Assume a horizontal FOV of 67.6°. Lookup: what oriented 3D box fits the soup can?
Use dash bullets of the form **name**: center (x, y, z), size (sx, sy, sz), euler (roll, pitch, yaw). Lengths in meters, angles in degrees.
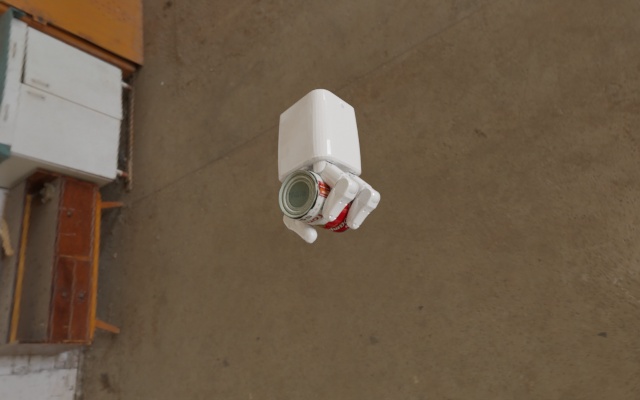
- **soup can**: center (0.000, 0.003, 0.656), size (0.068, 0.068, 0.102), euler (0, -13, 38)
